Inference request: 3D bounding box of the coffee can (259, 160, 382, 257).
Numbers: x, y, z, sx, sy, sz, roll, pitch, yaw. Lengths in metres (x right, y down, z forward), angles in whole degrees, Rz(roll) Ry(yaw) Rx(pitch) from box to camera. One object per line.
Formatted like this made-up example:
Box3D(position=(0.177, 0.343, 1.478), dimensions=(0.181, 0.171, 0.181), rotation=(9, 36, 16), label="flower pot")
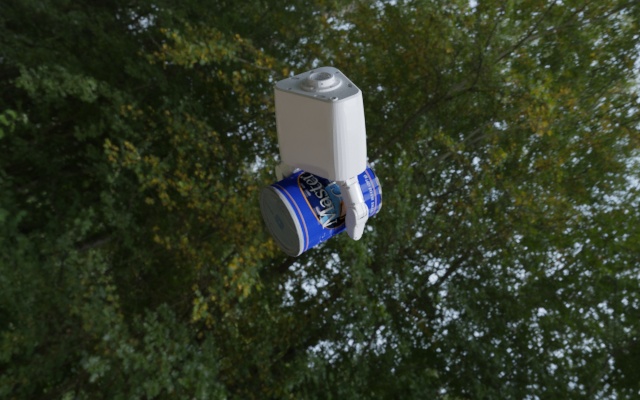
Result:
Box3D(position=(0.000, 0.002, 0.667), dimensions=(0.140, 0.103, 0.103), rotation=(-26, 12, -26), label="coffee can")
